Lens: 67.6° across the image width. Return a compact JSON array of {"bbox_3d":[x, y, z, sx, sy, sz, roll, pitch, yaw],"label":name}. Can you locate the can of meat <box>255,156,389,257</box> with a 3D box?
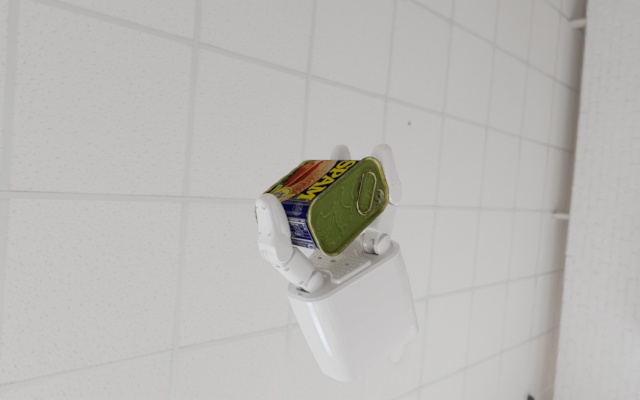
[{"bbox_3d":[0.000,0.001,0.448,0.084,0.057,0.102,5,36,46],"label":"can of meat"}]
